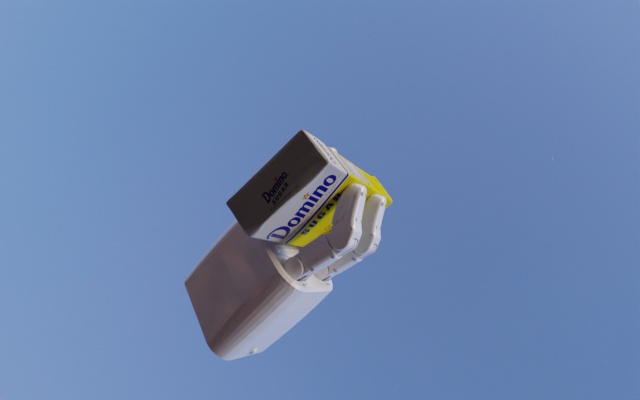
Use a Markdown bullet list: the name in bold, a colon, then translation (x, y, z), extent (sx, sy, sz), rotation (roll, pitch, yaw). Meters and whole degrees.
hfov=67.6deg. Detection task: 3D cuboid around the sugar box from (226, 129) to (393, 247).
- **sugar box**: translation (0.000, 0.002, 0.456), extent (0.093, 0.048, 0.176), rotation (-43, -22, 13)
